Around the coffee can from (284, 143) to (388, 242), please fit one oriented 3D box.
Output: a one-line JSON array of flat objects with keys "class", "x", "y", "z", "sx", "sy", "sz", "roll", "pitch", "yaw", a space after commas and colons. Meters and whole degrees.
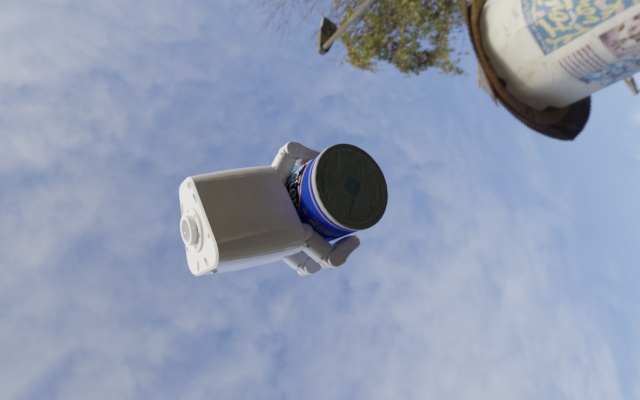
[{"class": "coffee can", "x": 0.000, "y": 0.002, "z": 0.594, "sx": 0.103, "sy": 0.102, "sz": 0.140, "roll": 0, "pitch": -16, "yaw": -33}]
